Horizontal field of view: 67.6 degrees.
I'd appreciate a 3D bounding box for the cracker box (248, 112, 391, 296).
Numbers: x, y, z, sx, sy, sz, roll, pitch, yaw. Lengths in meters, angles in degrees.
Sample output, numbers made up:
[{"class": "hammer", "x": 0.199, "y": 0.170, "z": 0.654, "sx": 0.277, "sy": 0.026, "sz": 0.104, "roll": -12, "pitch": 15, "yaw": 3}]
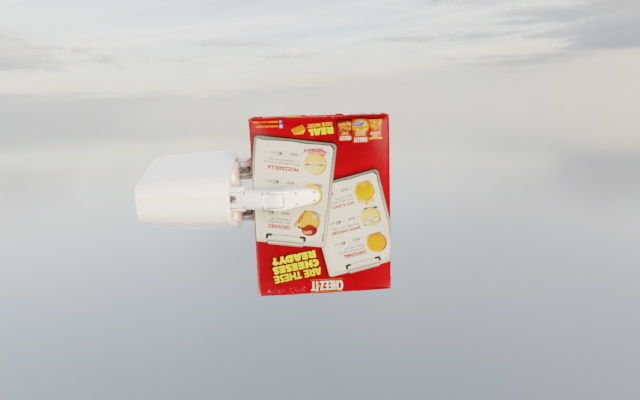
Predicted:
[{"class": "cracker box", "x": 0.000, "y": 0.002, "z": 0.590, "sx": 0.164, "sy": 0.214, "sz": 0.072, "roll": -3, "pitch": 11, "yaw": -3}]
